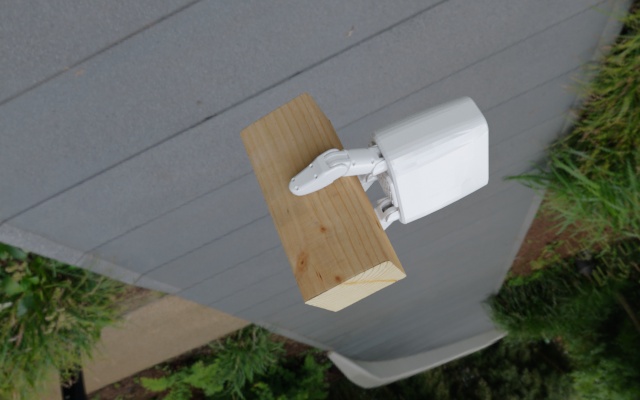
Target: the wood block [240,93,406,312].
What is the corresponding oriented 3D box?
[{"bbox_3d":[0.000,0.002,0.513,0.090,0.206,0.091,-29,-26,10],"label":"wood block"}]
